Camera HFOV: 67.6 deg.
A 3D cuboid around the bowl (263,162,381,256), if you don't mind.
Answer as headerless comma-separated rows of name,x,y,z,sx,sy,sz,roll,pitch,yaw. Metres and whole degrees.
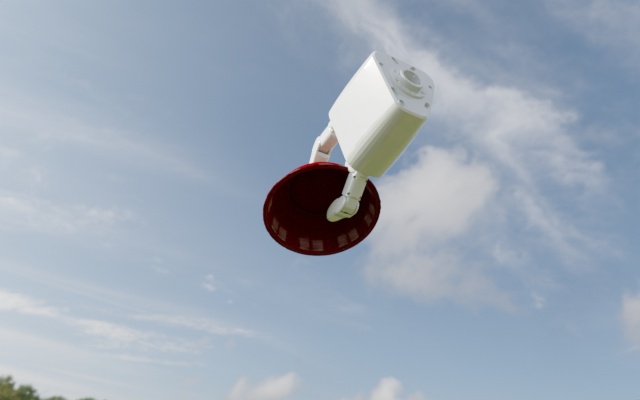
bowl,-0.001,0.003,0.670,0.162,0.162,0.055,0,38,-7
